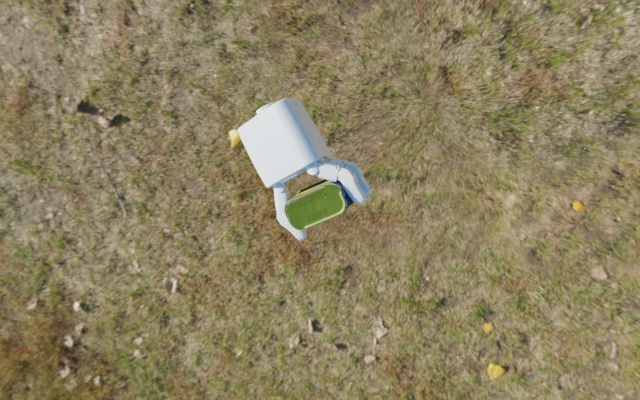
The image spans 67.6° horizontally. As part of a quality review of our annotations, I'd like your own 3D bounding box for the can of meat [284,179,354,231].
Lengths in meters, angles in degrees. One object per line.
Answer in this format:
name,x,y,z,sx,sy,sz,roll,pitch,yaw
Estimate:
can of meat,0.000,0.003,0.752,0.102,0.057,0.084,-24,5,16
